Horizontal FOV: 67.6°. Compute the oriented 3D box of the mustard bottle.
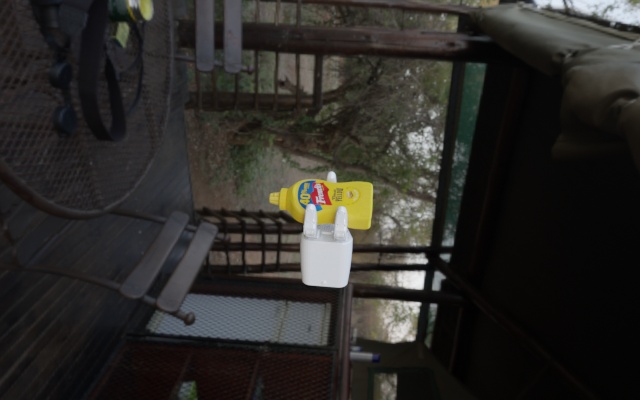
[{"bbox_3d":[0.000,0.003,0.894,0.191,0.096,0.058,4,-40,4],"label":"mustard bottle"}]
